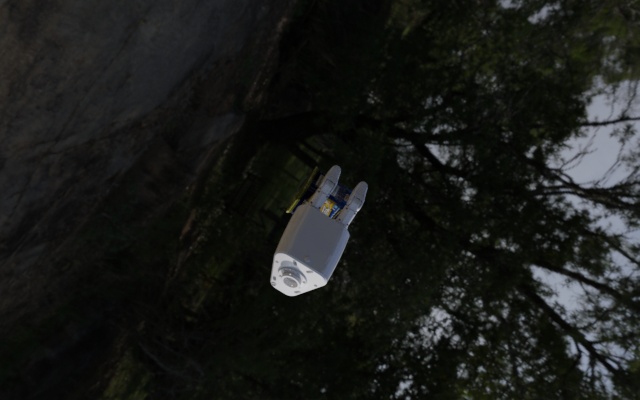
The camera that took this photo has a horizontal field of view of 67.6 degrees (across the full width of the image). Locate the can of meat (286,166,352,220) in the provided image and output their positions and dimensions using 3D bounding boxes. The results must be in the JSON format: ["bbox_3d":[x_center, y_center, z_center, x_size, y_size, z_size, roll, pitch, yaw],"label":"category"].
[{"bbox_3d":[0.000,0.003,0.843,0.084,0.057,0.102,33,-46,-5],"label":"can of meat"}]
